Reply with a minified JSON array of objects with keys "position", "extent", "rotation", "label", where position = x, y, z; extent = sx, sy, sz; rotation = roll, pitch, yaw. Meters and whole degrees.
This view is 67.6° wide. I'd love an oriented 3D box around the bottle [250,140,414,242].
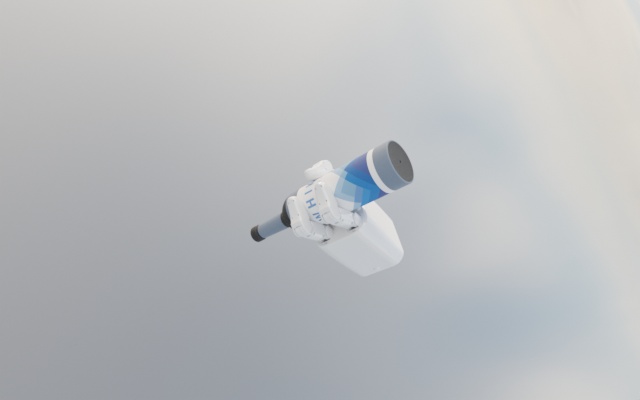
[{"position":[0.000,0.002,0.733],"extent":[0.296,0.069,0.069],"rotation":[-27,-16,33],"label":"bottle"}]
